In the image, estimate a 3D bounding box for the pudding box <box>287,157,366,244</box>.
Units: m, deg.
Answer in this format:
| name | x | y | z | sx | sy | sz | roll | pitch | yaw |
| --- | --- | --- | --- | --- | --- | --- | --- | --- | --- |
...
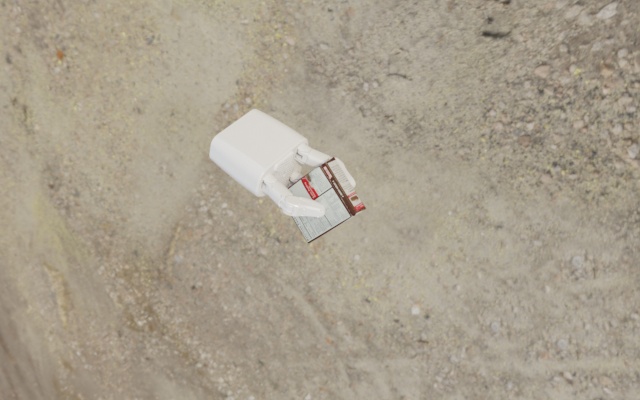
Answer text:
| name | x | y | z | sx | sy | sz | roll | pitch | yaw |
| --- | --- | --- | --- | --- | --- | --- | --- | --- | --- |
| pudding box | 0.000 | 0.002 | 0.707 | 0.039 | 0.090 | 0.113 | -31 | -2 | -44 |
